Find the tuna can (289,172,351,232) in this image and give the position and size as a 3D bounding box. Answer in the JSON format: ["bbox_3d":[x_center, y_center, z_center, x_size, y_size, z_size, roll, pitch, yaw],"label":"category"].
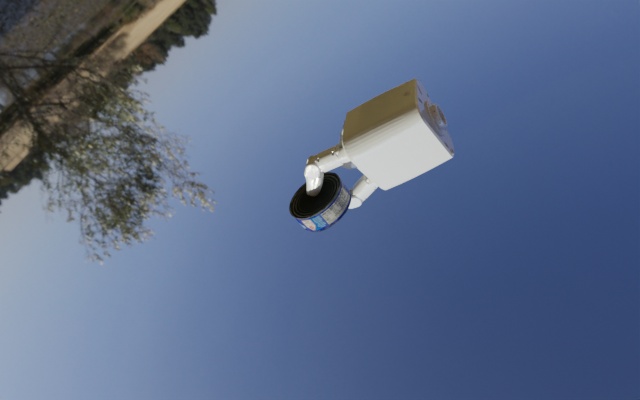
[{"bbox_3d":[0.000,0.003,0.674,0.086,0.086,0.034,0,-40,46],"label":"tuna can"}]
